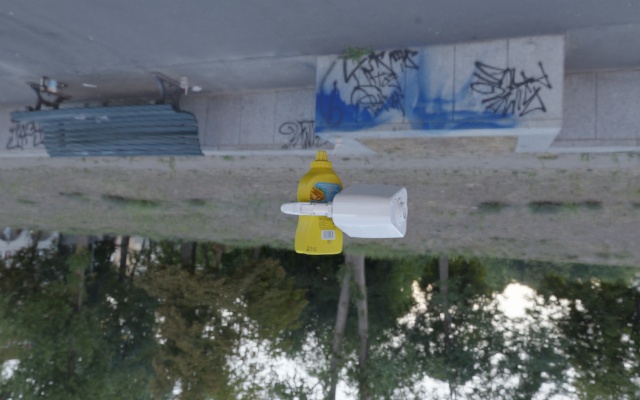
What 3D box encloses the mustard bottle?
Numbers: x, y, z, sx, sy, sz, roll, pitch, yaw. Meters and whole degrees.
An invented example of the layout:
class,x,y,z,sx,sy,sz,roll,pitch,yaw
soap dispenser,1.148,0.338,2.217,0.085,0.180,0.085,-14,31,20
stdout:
class,x,y,z,sx,sy,sz,roll,pitch,yaw
mustard bottle,0.000,0.003,0.894,0.096,0.191,0.058,3,-2,-40
